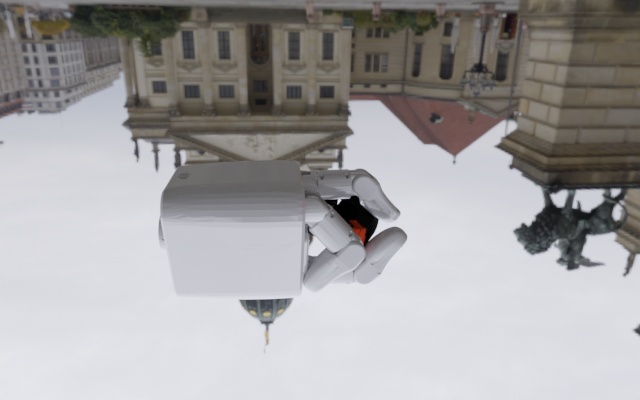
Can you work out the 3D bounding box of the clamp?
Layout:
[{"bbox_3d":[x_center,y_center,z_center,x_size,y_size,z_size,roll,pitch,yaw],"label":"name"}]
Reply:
[{"bbox_3d":[0.000,0.002,0.482,0.120,0.039,0.171,-1,20,-6],"label":"clamp"}]
